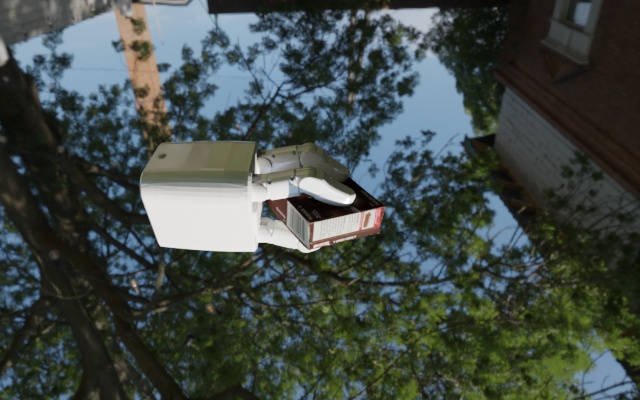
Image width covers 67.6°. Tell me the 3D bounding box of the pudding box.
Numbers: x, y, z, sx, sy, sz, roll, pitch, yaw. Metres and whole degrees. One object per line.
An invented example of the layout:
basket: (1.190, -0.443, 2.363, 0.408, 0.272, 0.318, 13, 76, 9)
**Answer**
pudding box: (0.000, 0.002, 0.515, 0.090, 0.039, 0.113, -12, 36, -27)
